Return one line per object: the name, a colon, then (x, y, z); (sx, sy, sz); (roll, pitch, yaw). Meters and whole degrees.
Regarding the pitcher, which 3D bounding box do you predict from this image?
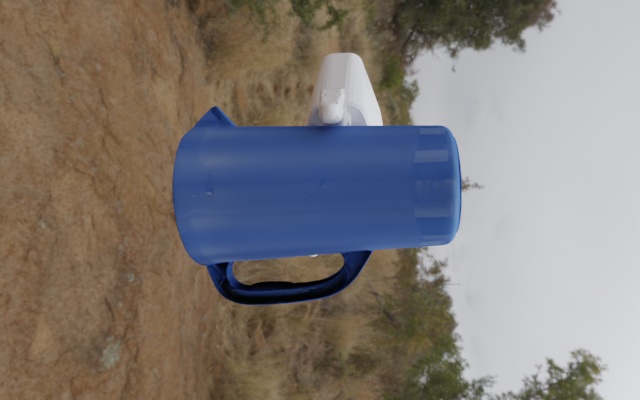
pitcher: (0.000, 0.001, 0.445); (0.243, 0.145, 0.149); (-2, -43, 7)
